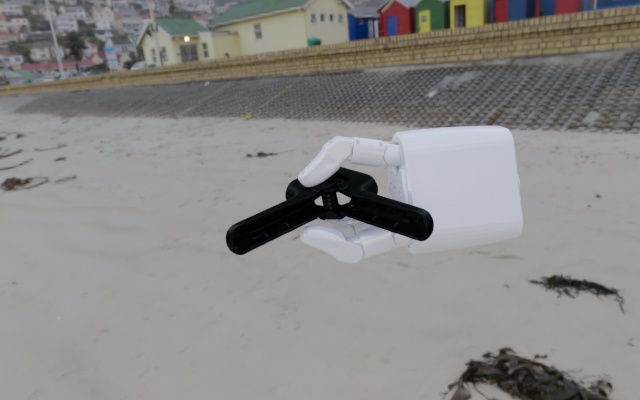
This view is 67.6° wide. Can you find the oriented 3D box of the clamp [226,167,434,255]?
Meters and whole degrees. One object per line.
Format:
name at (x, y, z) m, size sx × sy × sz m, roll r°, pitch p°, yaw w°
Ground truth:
clamp at (0.000, 0.001, 0.459) m, size 0.164 × 0.036 × 0.210 m, roll -6°, pitch 17°, yaw -3°
